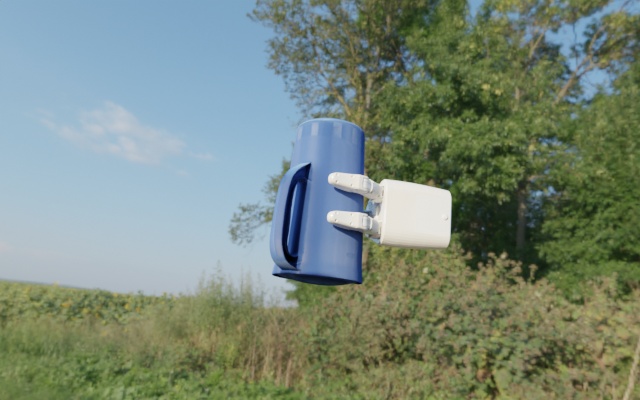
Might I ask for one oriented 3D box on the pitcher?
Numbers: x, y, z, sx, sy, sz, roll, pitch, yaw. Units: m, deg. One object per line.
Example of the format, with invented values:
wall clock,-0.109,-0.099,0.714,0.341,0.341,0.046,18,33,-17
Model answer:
pitcher,0.000,0.002,0.713,0.145,0.242,0.149,7,-13,-9
